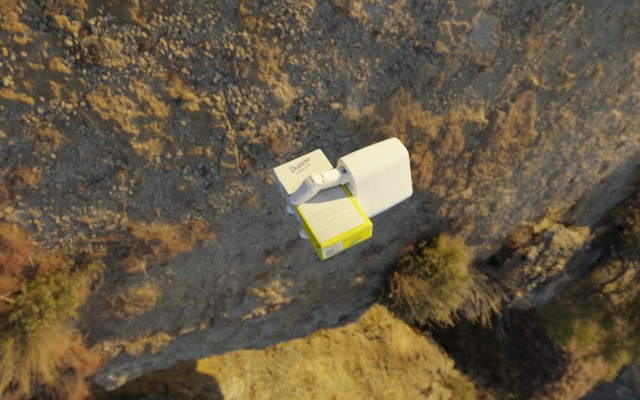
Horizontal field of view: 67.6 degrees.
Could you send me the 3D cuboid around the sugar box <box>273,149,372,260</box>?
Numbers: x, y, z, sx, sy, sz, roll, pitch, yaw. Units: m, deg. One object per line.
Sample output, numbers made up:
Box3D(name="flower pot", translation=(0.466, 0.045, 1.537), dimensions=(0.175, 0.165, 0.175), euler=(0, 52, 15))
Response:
Box3D(name="sugar box", translation=(0.000, 0.003, 0.784), dimensions=(0.093, 0.176, 0.048), euler=(-24, -34, -13))
